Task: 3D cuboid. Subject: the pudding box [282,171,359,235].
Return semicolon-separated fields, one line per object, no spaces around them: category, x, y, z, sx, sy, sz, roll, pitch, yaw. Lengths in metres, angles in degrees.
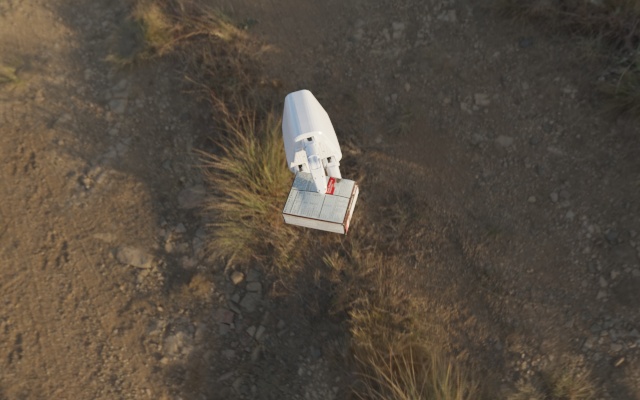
pudding box;0.000;0.003;0.815;0.113;0.090;0.039;9;-28;17
